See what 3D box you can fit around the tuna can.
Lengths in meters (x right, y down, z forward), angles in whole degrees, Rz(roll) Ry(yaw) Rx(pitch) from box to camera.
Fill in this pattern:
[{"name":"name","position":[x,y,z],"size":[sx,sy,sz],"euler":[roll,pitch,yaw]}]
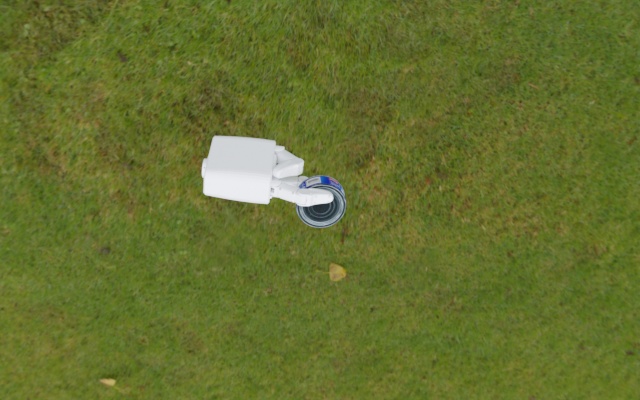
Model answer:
[{"name":"tuna can","position":[0.000,0.003,0.804],"size":[0.086,0.086,0.033],"euler":[0,29,-6]}]
